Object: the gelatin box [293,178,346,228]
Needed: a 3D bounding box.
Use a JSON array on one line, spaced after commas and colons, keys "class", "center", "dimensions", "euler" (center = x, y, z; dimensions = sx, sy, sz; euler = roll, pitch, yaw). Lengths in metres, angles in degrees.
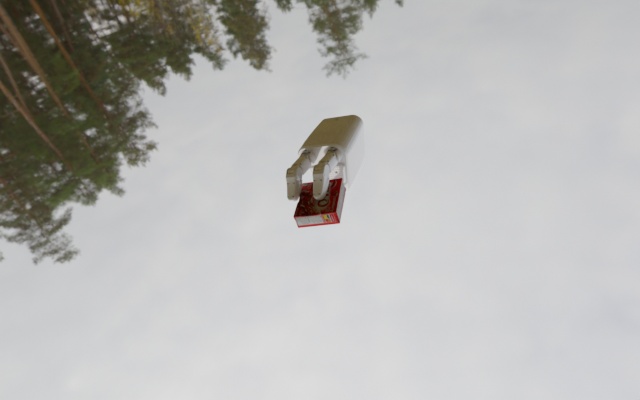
[{"class": "gelatin box", "center": [0.000, 0.003, 0.795], "dimensions": [0.073, 0.030, 0.089], "euler": [-6, 41, 18]}]
